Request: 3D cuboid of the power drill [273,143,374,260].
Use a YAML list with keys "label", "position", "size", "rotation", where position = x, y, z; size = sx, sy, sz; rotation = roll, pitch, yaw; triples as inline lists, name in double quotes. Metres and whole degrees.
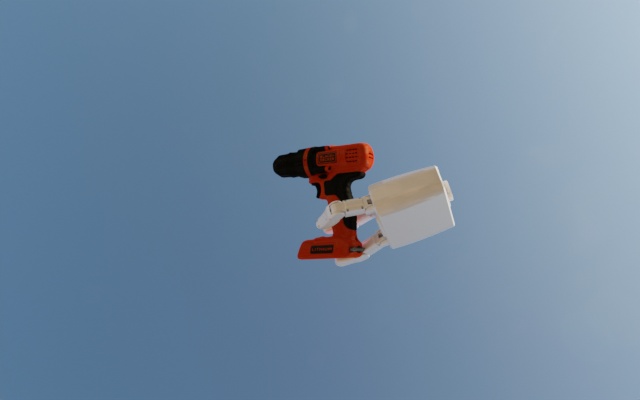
- label: "power drill"
  position: [0.000, 0.003, 0.783]
  size: [0.184, 0.187, 0.057]
  rotation: [-5, -6, 31]
